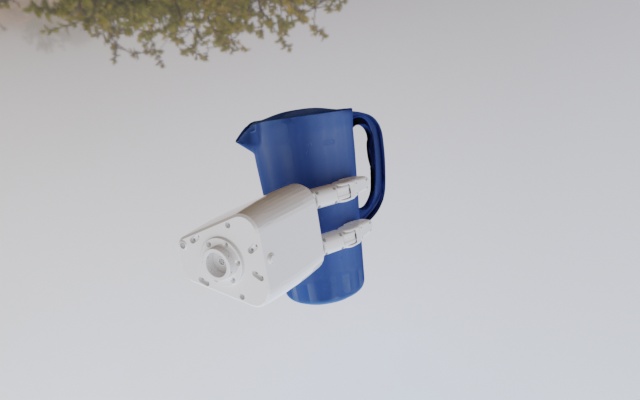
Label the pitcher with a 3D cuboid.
[{"bbox_3d":[0.000,0.002,0.621,0.149,0.243,0.145,-2,13,27],"label":"pitcher"}]
